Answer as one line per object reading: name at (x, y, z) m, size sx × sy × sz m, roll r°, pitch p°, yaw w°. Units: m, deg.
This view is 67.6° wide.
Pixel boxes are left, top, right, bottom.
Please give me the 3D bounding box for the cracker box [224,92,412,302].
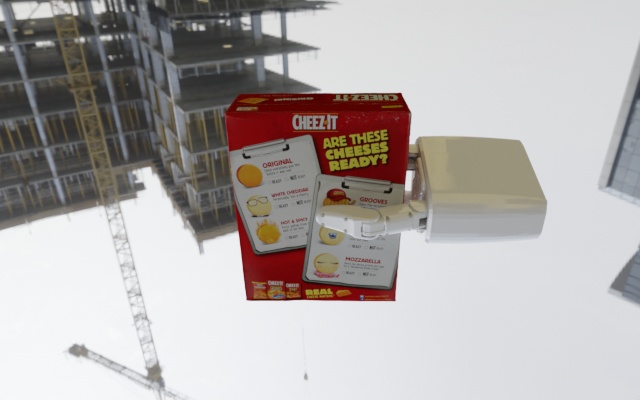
cracker box at (0.000, 0.002, 0.487) m, size 0.164 × 0.214 × 0.072 m, roll 0°, pitch 29°, yaw 2°
